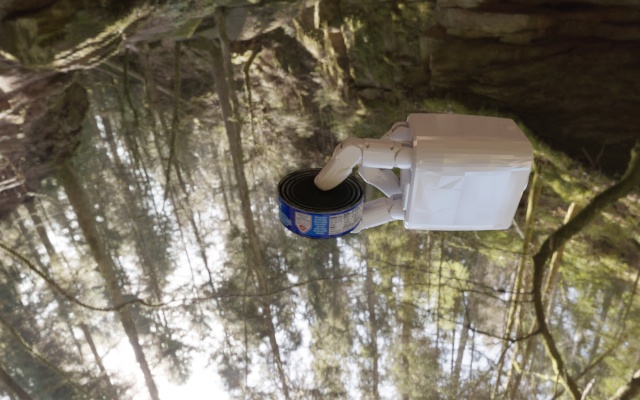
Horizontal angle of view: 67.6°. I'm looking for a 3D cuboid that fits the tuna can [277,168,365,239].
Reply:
[{"bbox_3d":[0.000,0.002,0.477,0.086,0.034,0.086,2,32,-1],"label":"tuna can"}]
